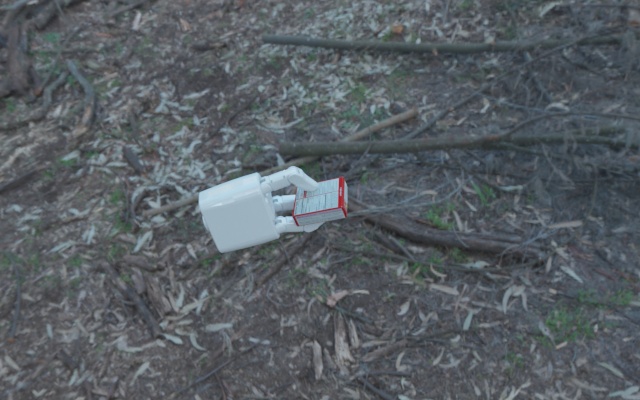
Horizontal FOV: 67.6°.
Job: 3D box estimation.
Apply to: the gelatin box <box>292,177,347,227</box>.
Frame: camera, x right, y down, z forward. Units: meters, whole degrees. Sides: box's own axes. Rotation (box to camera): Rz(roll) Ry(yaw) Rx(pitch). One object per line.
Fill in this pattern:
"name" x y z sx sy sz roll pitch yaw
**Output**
"gelatin box" 0.000 0.002 0.803 0.089 0.073 0.030 -12 -47 15
